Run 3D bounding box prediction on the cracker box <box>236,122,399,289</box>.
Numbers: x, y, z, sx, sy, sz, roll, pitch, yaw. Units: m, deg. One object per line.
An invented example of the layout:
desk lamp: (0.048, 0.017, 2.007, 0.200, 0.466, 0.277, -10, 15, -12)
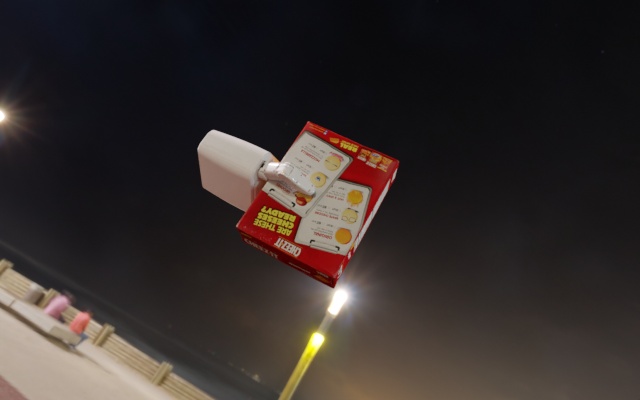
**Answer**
cracker box: (0.000, 0.002, 0.736, 0.164, 0.213, 0.072, 26, -23, 14)
